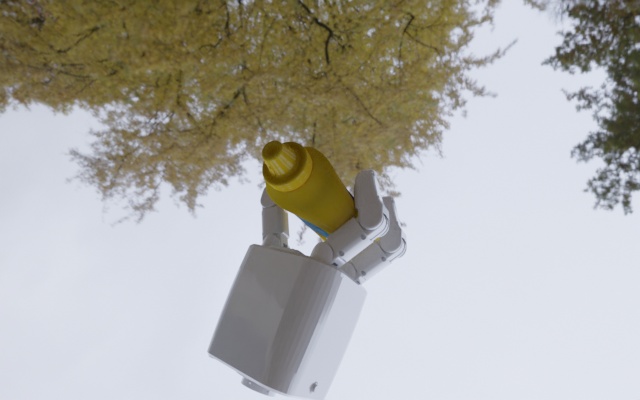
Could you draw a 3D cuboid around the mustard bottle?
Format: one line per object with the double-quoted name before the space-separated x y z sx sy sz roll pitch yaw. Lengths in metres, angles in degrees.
"mustard bottle" 0.000 0.001 0.442 0.096 0.058 0.192 43 -1 35
